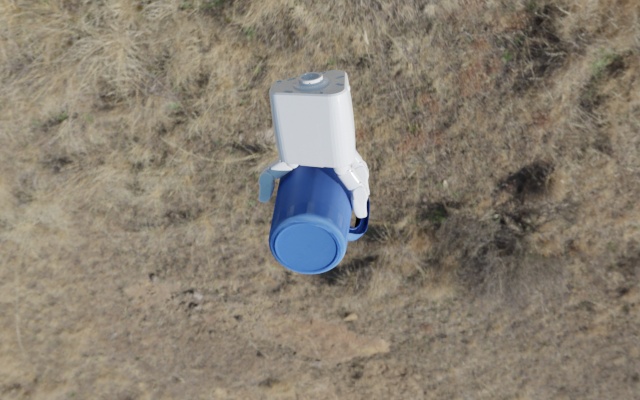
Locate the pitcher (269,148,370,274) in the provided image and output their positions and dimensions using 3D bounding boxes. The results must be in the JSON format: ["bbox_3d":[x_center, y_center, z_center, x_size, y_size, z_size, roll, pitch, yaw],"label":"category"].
[{"bbox_3d":[0.000,0.002,0.747,0.149,0.145,0.242,-2,35,7],"label":"pitcher"}]
